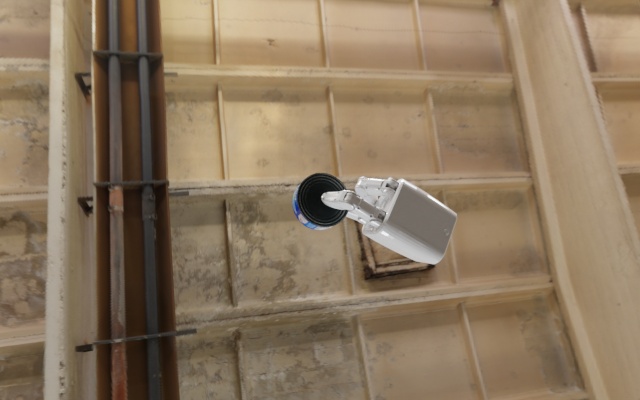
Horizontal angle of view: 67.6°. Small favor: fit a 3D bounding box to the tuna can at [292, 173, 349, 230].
[{"bbox_3d":[0.000,0.003,0.741,0.086,0.086,0.034,0,-14,-19],"label":"tuna can"}]
